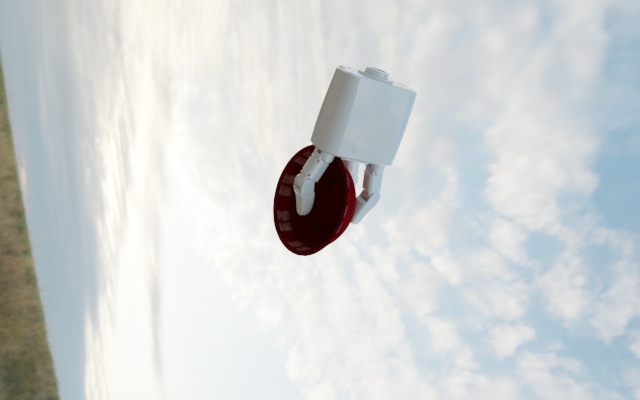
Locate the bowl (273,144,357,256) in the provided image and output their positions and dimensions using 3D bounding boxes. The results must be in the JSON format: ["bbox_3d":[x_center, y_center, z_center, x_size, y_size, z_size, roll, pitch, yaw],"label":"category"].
[{"bbox_3d":[0.000,0.003,0.693,0.055,0.162,0.162,13,-9,-42],"label":"bowl"}]
